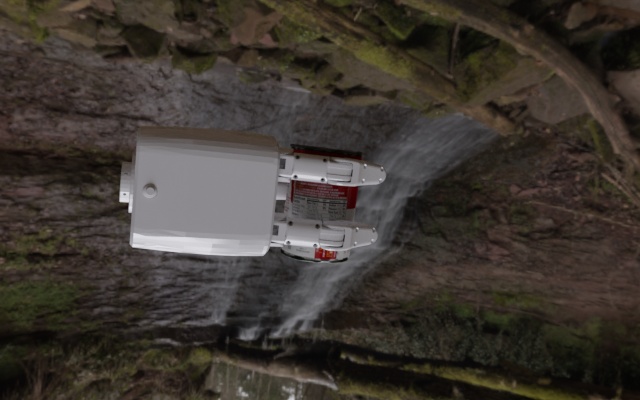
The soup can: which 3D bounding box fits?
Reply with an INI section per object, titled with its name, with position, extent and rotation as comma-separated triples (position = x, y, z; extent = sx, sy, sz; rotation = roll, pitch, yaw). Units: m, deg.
[soup can]
position = 0.000, 0.002, 0.447
extent = 0.068, 0.102, 0.068
rotation = 6, 6, -1
